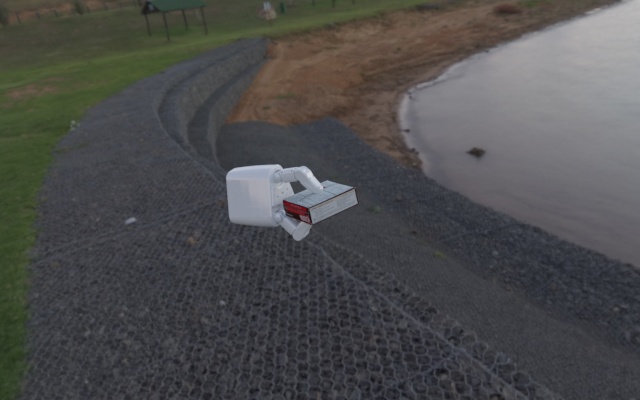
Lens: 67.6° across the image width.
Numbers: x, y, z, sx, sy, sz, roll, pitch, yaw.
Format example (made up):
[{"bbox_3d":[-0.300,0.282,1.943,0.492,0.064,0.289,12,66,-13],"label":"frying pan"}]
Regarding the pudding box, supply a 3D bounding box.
[{"bbox_3d":[0.000,0.003,0.885,0.113,0.039,0.090,-25,25,-29],"label":"pudding box"}]
